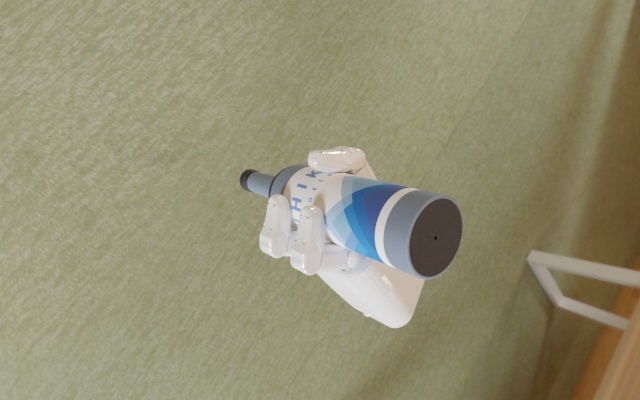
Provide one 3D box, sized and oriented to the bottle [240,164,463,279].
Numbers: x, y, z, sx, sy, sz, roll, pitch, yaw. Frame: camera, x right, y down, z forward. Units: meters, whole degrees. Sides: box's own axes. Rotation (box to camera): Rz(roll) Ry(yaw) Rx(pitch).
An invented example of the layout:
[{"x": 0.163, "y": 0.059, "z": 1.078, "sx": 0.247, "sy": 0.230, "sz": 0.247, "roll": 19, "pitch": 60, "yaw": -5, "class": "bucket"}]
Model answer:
[{"x": 0.000, "y": 0.002, "z": 0.478, "sx": 0.069, "sy": 0.069, "sz": 0.295, "roll": 0, "pitch": 11, "yaw": -38, "class": "bottle"}]
